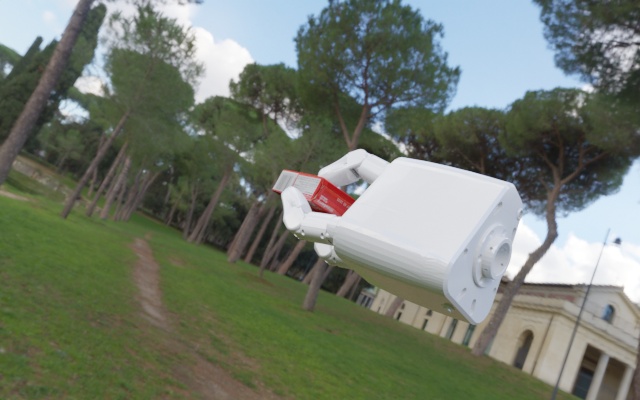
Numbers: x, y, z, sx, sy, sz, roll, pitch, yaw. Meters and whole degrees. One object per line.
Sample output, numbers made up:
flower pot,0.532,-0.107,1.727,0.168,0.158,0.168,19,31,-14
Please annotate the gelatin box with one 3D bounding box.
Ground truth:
gelatin box,0.000,0.001,0.506,0.073,0.030,0.089,35,-10,-31
